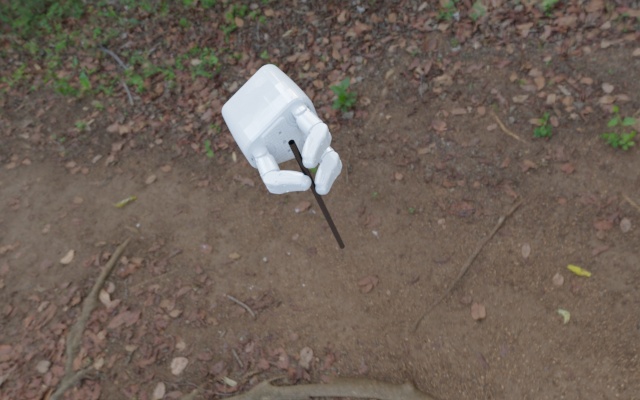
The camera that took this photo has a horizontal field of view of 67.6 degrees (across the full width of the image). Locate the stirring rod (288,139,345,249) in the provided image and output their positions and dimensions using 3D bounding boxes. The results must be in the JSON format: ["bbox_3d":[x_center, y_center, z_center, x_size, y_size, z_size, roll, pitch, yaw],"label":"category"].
[{"bbox_3d":[0.000,0.002,0.633,0.011,0.011,0.240,0,-34,19],"label":"stirring rod"}]
